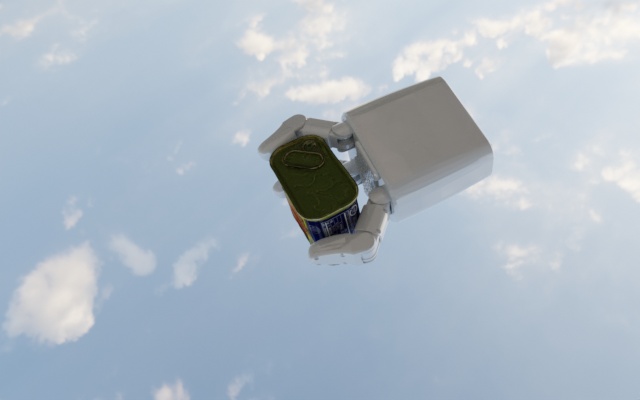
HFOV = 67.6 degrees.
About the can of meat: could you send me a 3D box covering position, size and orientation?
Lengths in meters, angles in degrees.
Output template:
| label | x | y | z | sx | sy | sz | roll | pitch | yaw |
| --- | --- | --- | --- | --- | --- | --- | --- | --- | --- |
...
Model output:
| label | x | y | z | sx | sy | sz | roll | pitch | yaw |
| --- | --- | --- | --- | --- | --- | --- | --- | --- | --- |
| can of meat | 0.000 | 0.002 | 0.458 | 0.057 | 0.102 | 0.084 | -27 | -40 | -8 |
